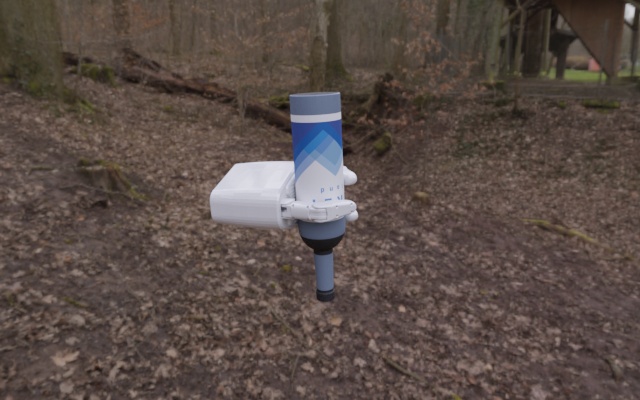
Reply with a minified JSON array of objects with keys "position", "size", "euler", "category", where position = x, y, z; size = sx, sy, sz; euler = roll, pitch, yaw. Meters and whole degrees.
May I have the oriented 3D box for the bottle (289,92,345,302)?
[{"position":[0.000,0.002,0.663],"size":[0.069,0.296,0.069],"euler":[-3,16,1],"category":"bottle"}]
